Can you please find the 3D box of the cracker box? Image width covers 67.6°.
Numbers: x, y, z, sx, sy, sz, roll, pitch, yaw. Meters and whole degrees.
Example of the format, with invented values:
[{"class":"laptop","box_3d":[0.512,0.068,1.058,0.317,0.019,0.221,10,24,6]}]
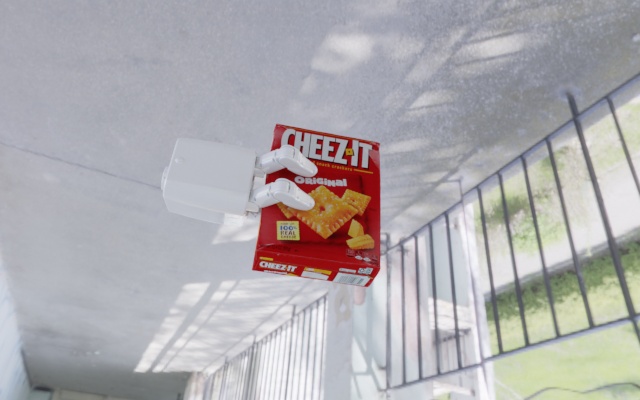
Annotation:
[{"class":"cracker box","box_3d":[0.000,0.002,0.673,0.164,0.213,0.072,10,-33,-8]}]
